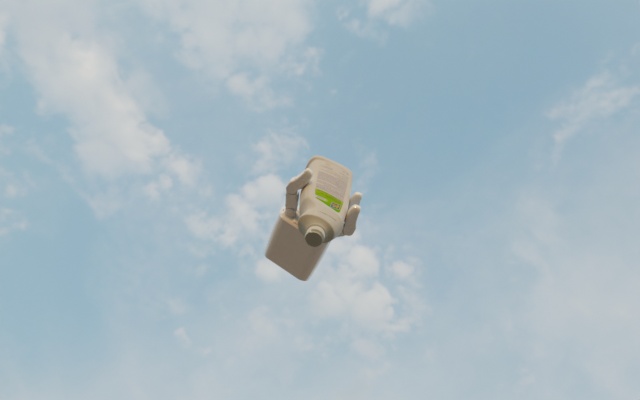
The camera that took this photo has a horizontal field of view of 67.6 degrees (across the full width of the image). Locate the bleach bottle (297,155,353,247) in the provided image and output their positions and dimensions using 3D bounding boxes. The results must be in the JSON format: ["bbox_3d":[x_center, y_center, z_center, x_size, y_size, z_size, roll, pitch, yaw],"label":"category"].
[{"bbox_3d":[0.000,0.003,0.873,0.102,0.068,0.250,23,28,-2],"label":"bleach bottle"}]
